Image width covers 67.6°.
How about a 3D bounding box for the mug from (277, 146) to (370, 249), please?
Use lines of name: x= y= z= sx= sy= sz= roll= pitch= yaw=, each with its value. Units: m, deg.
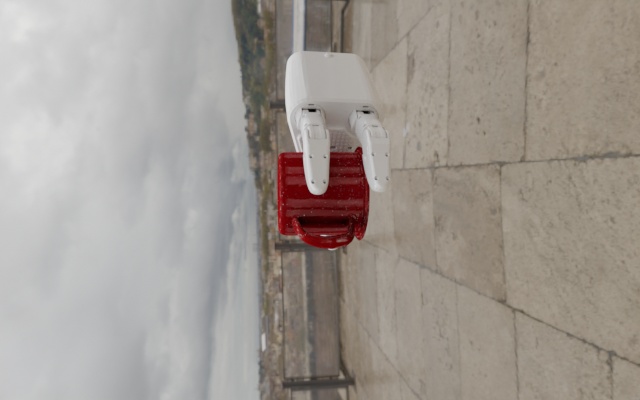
mug: x=0.000 y=0.003 z=0.460 sx=0.081 sy=0.093 sz=0.117 roll=0 pitch=44 yaw=-7
